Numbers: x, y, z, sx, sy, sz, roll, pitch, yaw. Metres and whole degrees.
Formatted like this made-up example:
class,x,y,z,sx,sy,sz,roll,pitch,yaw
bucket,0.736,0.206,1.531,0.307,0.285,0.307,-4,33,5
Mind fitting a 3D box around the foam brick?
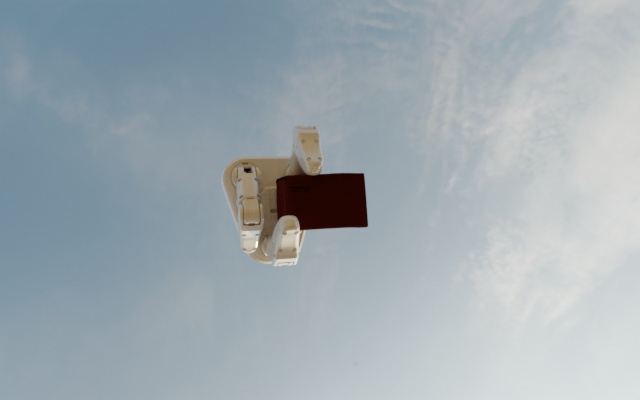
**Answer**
class,x,y,z,sx,sy,sz,roll,pitch,yaw
foam brick,0.000,0.002,0.460,0.078,0.053,0.051,-2,-1,-14
